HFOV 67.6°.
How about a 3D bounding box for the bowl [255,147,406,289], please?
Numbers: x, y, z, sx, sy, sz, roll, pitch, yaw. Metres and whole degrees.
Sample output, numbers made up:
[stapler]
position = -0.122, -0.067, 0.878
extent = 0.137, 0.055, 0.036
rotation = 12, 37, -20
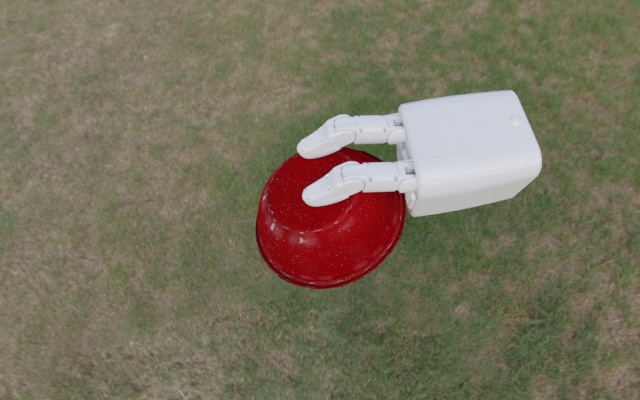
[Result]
[bowl]
position = -0.001, 0.002, 0.469
extent = 0.162, 0.162, 0.055
rotation = 0, -28, 20
